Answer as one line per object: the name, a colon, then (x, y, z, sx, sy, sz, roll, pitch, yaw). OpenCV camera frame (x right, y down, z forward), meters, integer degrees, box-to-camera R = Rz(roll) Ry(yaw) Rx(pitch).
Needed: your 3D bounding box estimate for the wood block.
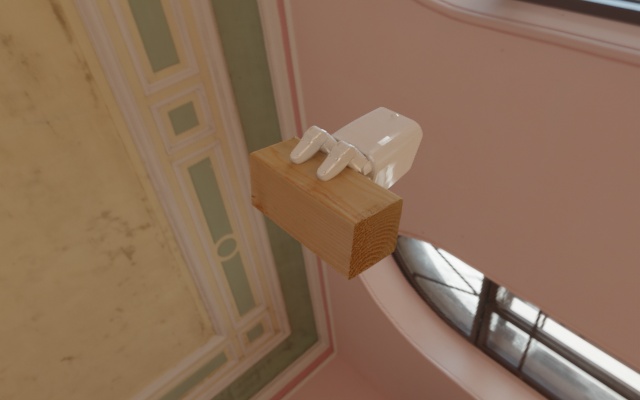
wood block: (0.000, 0.002, 0.648, 0.090, 0.091, 0.206, -26, 44, -34)
